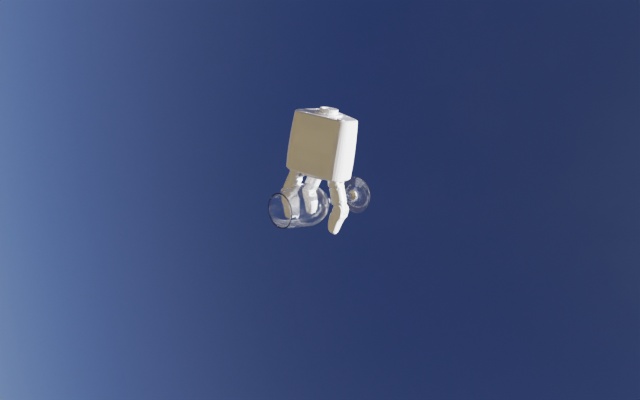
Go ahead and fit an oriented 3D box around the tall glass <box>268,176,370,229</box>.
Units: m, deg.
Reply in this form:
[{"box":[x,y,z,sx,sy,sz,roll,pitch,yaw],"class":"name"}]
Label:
[{"box":[0.001,0.003,0.875,0.079,0.079,0.201,0,9,45],"class":"tall glass"}]
